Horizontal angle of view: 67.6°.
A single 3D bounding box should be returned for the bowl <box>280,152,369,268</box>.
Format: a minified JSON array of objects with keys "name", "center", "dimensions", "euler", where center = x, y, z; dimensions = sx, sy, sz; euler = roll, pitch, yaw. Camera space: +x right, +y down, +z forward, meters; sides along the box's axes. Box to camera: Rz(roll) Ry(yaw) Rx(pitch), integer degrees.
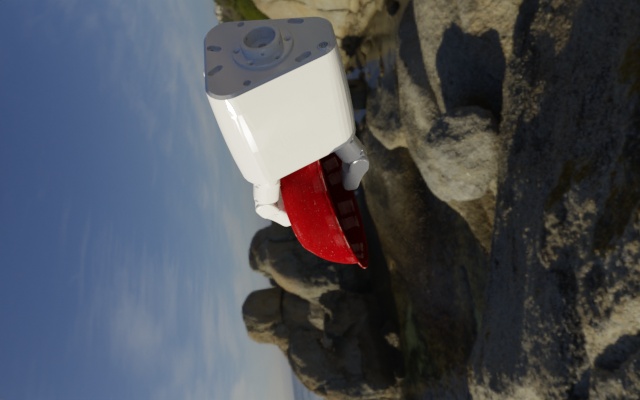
[{"name":"bowl","center":[0.000,0.003,0.510],"dimensions":[0.055,0.162,0.162],"euler":[-19,-4,12]}]
